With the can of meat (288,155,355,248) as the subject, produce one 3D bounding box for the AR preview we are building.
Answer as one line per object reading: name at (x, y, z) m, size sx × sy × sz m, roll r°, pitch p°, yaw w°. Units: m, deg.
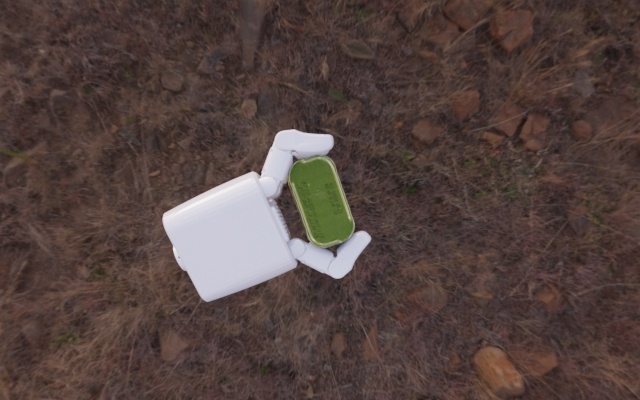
can of meat at (0.000, 0.002, 0.534) m, size 0.057 × 0.102 × 0.084 m, roll -19°, pitch -1°, yaw -1°
